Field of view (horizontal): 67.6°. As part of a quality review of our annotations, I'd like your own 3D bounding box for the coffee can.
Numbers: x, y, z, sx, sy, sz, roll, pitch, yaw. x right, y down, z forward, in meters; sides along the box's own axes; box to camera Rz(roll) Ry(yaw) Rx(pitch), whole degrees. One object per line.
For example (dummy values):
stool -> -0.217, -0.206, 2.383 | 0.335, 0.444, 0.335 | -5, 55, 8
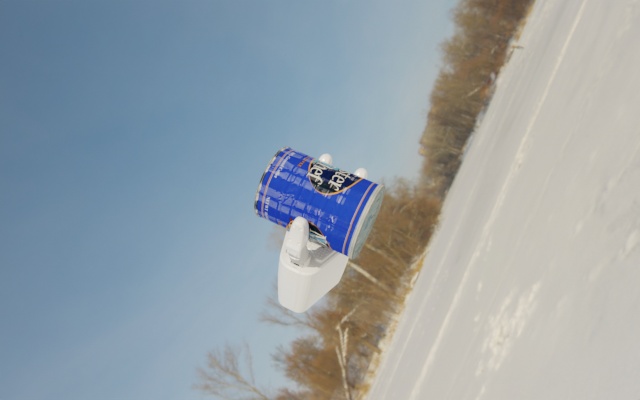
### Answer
coffee can -> 0.000, 0.002, 0.624 | 0.140, 0.103, 0.103 | 23, 5, 13
